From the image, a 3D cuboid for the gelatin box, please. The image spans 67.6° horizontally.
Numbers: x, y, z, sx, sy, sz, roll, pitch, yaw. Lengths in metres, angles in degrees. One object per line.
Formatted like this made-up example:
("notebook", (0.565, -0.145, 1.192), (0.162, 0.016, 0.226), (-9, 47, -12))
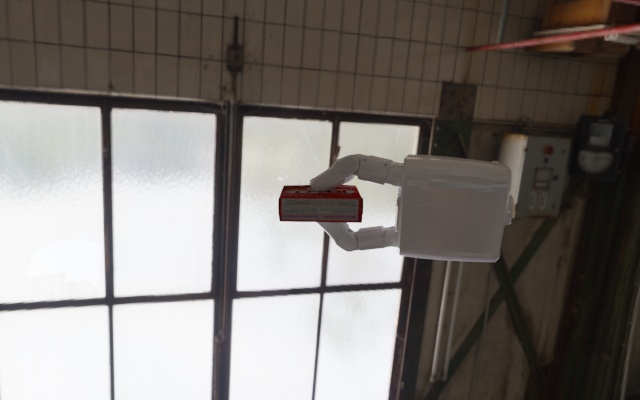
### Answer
("gelatin box", (0.000, 0.002, 0.528), (0.089, 0.030, 0.073), (0, 12, -1))
